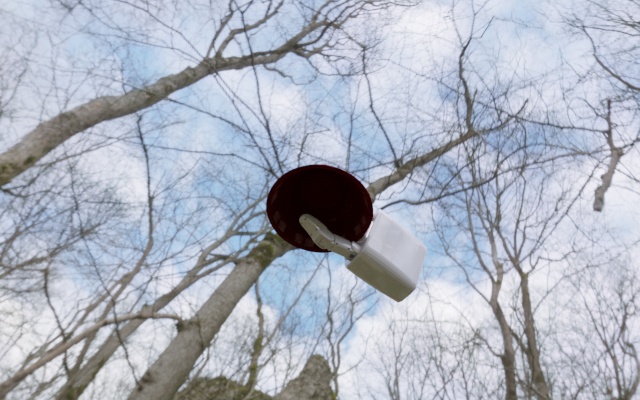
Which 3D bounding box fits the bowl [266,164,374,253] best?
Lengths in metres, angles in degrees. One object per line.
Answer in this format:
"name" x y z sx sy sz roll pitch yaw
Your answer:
"bowl" -0.001 0.001 0.735 0.162 0.162 0.055 0 35 5
